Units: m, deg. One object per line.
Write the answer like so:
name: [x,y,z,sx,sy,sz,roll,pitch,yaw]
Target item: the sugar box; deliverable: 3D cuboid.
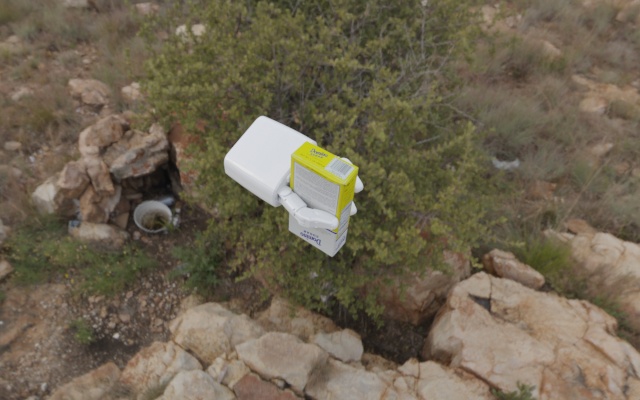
sugar box: [0.000,0.002,0.730,0.093,0.176,0.048,30,56,19]
